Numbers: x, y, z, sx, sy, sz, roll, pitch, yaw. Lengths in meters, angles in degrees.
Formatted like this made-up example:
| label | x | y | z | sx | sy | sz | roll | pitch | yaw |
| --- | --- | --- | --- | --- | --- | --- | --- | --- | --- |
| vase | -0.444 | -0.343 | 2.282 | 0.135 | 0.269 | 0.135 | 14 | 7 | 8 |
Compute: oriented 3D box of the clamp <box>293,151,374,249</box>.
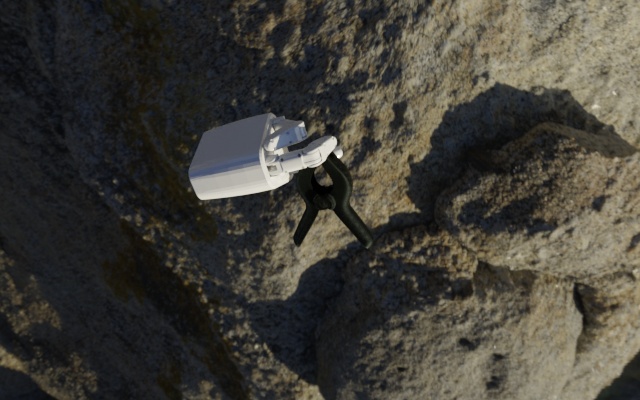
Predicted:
| label | x | y | z | sx | sy | sz | roll | pitch | yaw |
| --- | --- | --- | --- | --- | --- | --- | --- | --- | --- |
| clamp | 0.000 | 0.002 | 0.675 | 0.120 | 0.171 | 0.039 | -11 | 26 | 14 |
